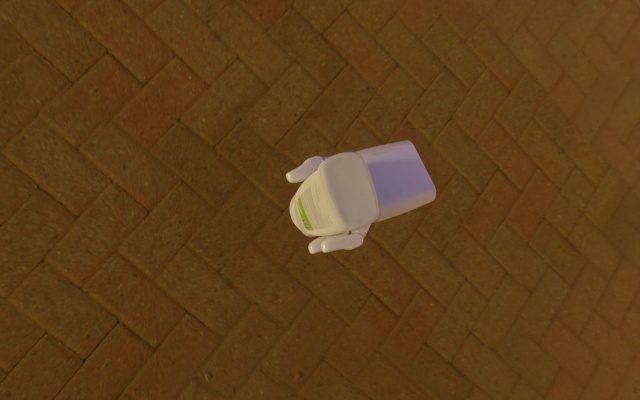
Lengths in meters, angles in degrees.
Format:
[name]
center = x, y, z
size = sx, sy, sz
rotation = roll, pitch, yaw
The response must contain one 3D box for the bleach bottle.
[bleach bottle]
center = 0.000, 0.002, 0.719
size = 0.068, 0.102, 0.251
rotation = -18, 0, -20
